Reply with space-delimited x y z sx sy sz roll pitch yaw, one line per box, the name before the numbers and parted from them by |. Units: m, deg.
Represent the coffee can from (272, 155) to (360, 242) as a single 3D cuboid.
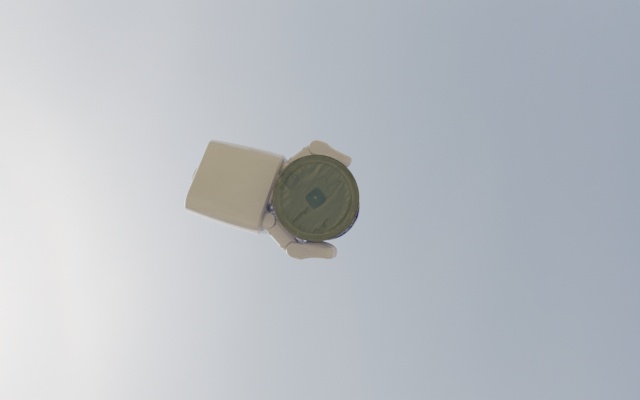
coffee can | 0.000 0.002 0.626 0.103 0.103 0.140 0 -4 5
